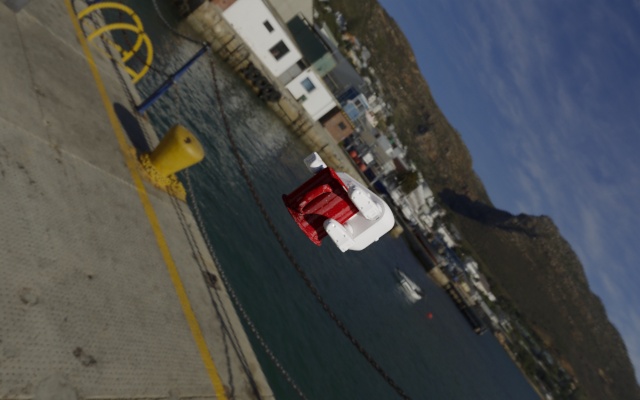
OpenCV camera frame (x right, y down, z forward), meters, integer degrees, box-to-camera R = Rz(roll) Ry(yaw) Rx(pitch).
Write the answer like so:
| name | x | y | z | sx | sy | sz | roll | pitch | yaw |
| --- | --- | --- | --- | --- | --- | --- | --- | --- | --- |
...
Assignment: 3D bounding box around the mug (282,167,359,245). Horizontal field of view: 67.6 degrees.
| name | x | y | z | sx | sy | sz | roll | pitch | yaw |
| --- | --- | --- | --- | --- | --- | --- | --- | --- | --- |
| mug | 0.000 | 0.002 | 0.685 | 0.081 | 0.093 | 0.117 | -37 | -20 | 7 |
